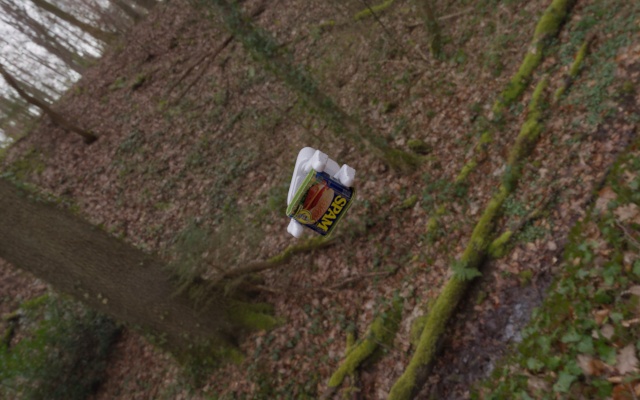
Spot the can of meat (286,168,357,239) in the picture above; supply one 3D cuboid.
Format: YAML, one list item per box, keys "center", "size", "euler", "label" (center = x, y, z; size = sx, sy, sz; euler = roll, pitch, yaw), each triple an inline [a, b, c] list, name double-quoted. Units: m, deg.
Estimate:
- center: [0.000, 0.003, 0.826]
  size: [0.084, 0.102, 0.057]
  euler: [30, 18, -11]
  label: "can of meat"
